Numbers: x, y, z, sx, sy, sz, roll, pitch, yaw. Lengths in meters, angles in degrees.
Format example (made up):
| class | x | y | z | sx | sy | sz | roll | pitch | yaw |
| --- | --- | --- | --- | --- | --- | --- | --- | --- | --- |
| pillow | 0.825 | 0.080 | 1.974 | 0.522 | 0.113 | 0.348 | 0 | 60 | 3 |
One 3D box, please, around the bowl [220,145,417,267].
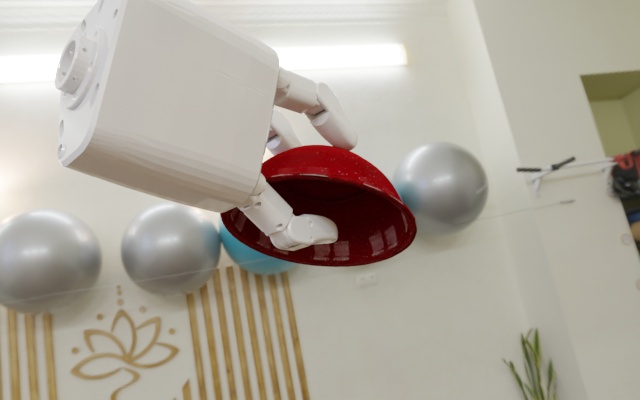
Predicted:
| class | x | y | z | sx | sy | sz | roll | pitch | yaw |
| --- | --- | --- | --- | --- | --- | --- | --- | --- | --- |
| bowl | 0.001 | 0.002 | 0.408 | 0.162 | 0.055 | 0.162 | 5 | -30 | 3 |
